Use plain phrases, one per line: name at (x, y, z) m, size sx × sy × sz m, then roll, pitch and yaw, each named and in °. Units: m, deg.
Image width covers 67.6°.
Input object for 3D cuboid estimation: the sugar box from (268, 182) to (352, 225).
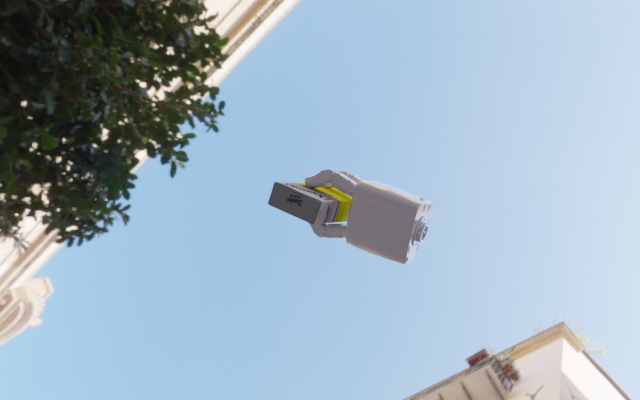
sugar box at (0.000, 0.002, 0.810) m, size 0.093 × 0.048 × 0.176 m, roll 23°, pitch 9°, yaw 26°
